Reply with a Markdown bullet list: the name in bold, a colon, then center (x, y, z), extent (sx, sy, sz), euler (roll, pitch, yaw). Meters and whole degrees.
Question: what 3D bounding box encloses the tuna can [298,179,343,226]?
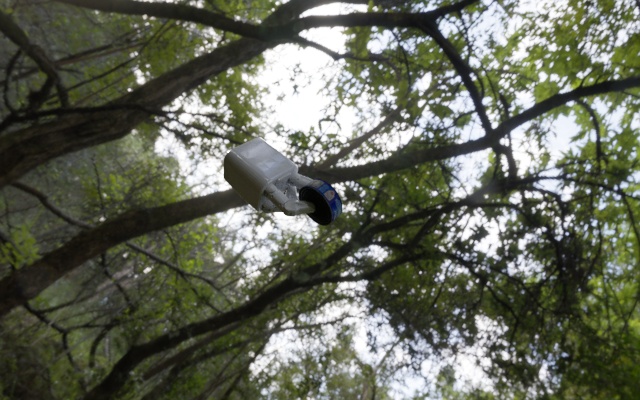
- **tuna can**: center (0.001, 0.003, 0.898), extent (0.033, 0.086, 0.086), euler (-37, 22, -32)
